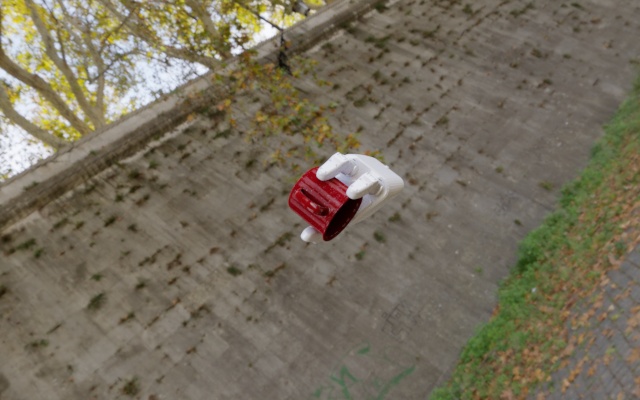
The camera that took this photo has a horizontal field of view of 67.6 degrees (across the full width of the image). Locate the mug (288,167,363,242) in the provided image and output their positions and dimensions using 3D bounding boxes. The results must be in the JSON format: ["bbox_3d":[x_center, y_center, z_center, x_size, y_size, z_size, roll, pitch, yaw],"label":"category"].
[{"bbox_3d":[-0.001,0.002,0.720,0.081,0.093,0.117,38,17,19],"label":"mug"}]
